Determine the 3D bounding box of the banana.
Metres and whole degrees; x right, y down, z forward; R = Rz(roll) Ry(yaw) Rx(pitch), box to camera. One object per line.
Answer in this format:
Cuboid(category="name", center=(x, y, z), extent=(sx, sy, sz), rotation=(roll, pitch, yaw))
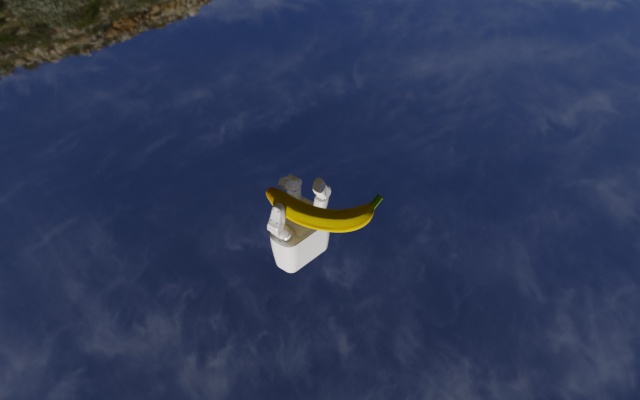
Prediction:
Cuboid(category="banana", center=(0.001, 0.018, 0.792), extent=(0.198, 0.069, 0.037), rotation=(5, -35, 7))
